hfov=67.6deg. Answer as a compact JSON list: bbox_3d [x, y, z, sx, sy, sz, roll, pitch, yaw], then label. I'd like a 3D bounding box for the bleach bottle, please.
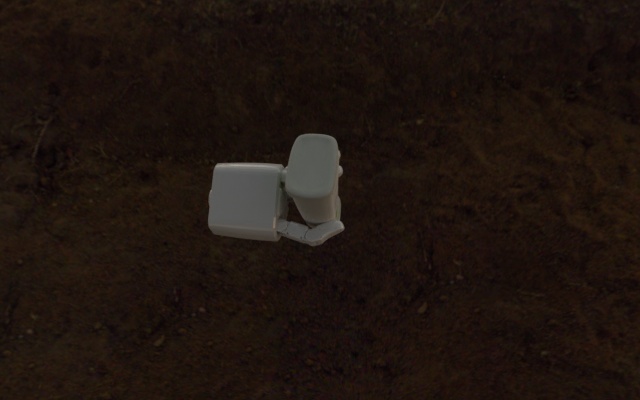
[{"bbox_3d":[0.000,0.002,0.745,0.068,0.102,0.251,5,-24,8],"label":"bleach bottle"}]
